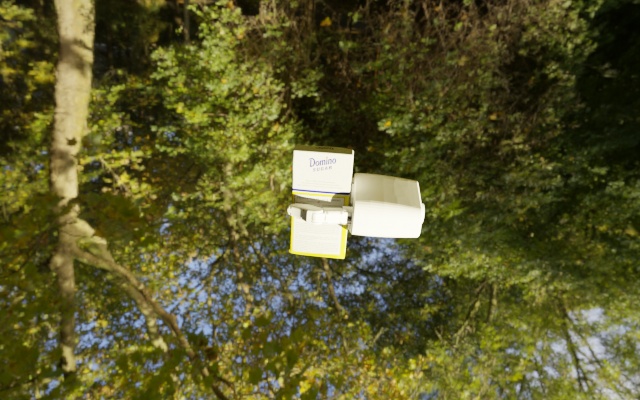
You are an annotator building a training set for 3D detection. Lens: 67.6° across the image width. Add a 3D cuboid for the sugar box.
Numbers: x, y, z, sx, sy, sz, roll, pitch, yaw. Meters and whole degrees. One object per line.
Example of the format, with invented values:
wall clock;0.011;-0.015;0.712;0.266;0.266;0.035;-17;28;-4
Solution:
sugar box;0.000;0.002;0.762;0.093;0.176;0.048;5;19;2
